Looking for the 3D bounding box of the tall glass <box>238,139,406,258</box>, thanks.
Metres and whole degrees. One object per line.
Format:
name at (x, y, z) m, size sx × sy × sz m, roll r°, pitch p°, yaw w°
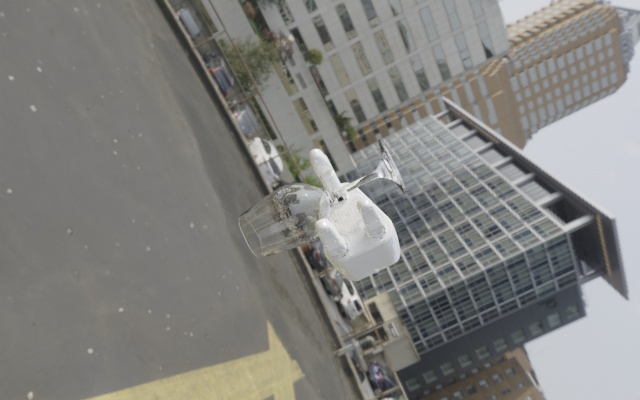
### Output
tall glass at (0.001, 0.002, 0.597) m, size 0.201 × 0.079 × 0.079 m, roll -26°, pitch -2°, yaw 4°
